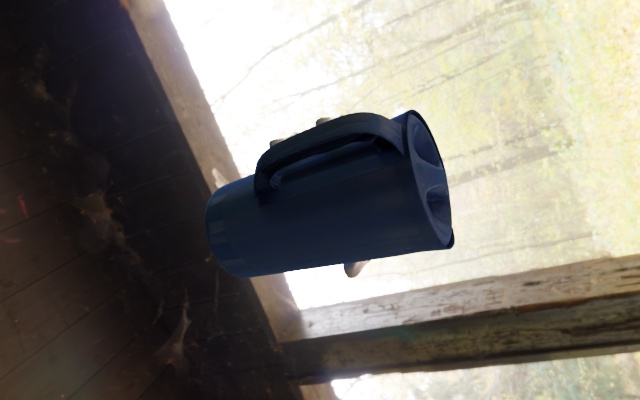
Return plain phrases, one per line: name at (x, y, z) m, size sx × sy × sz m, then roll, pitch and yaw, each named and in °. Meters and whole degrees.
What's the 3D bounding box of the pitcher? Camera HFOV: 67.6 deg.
pitcher at (0.000, 0.002, 0.482) m, size 0.243 × 0.149 × 0.145 m, roll -16°, pitch 10°, yaw 25°
